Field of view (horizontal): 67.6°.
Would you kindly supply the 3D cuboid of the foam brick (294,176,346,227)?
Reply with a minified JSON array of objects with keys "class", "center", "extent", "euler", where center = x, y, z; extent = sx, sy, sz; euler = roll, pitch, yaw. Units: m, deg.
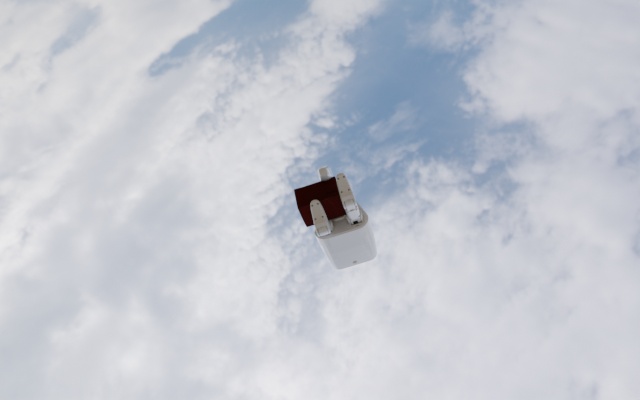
[{"class":"foam brick","center":[0.000,0.003,0.836],"extent":[0.078,0.051,0.053],"euler":[-17,42,5]}]
